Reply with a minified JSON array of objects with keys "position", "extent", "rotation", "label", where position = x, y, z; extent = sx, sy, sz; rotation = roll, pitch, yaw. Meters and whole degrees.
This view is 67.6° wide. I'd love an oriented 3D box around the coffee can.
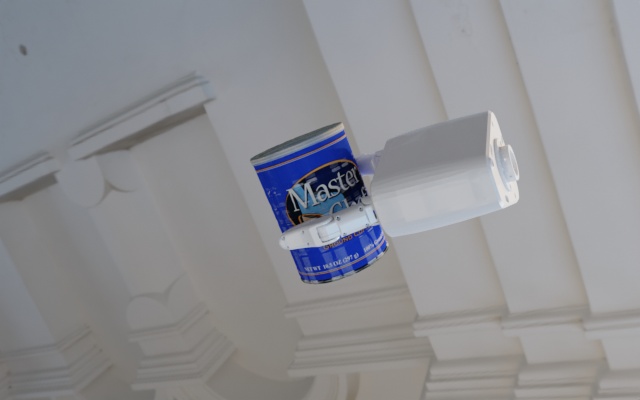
[{"position":[0.000,0.002,0.504],"extent":[0.103,0.140,0.102],"rotation":[-21,11,4],"label":"coffee can"}]
